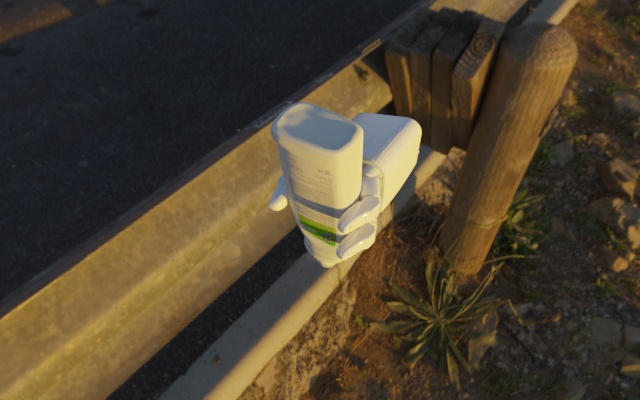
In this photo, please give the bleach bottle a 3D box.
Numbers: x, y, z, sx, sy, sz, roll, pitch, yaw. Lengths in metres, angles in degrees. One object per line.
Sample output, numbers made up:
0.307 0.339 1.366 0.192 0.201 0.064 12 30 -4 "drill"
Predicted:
0.000 0.002 0.609 0.102 0.251 0.068 26 55 22 "bleach bottle"
